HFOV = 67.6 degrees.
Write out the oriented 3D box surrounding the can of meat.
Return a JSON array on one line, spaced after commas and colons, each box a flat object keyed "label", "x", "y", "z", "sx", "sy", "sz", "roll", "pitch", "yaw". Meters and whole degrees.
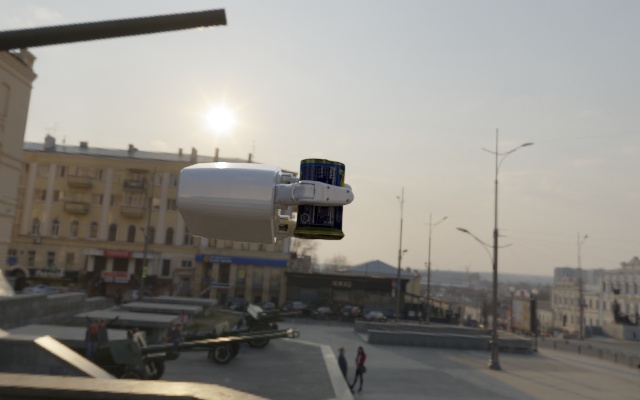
[{"label": "can of meat", "x": 0.000, "y": 0.002, "z": 0.562, "sx": 0.057, "sy": 0.084, "sz": 0.102, "roll": 3, "pitch": -8, "yaw": 0}]
